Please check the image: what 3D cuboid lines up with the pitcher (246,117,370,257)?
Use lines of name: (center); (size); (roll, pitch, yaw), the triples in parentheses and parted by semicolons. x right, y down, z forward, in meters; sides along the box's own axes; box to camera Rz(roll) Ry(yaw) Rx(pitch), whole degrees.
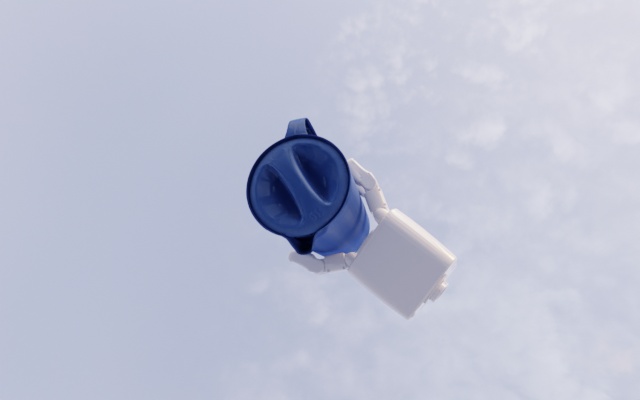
pitcher: (0.000, 0.002, 0.687); (0.145, 0.149, 0.243); (36, -4, 21)
